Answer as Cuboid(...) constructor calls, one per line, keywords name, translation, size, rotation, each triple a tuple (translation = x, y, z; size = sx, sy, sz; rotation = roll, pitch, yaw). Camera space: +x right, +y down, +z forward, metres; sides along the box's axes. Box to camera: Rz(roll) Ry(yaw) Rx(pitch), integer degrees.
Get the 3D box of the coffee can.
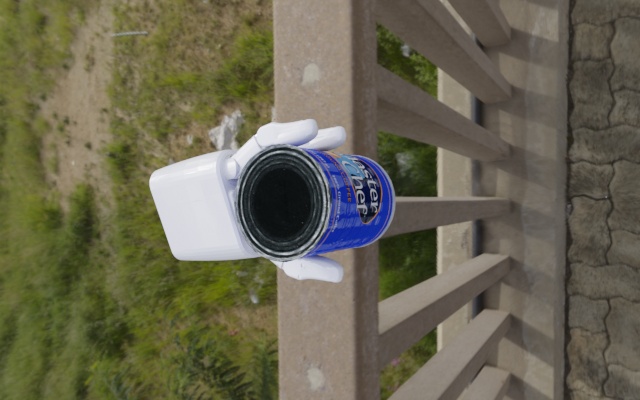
Cuboid(name="coffee can", translation=(0.000, 0.002, 0.471), size=(0.103, 0.103, 0.140), rotation=(0, 0, 31))
